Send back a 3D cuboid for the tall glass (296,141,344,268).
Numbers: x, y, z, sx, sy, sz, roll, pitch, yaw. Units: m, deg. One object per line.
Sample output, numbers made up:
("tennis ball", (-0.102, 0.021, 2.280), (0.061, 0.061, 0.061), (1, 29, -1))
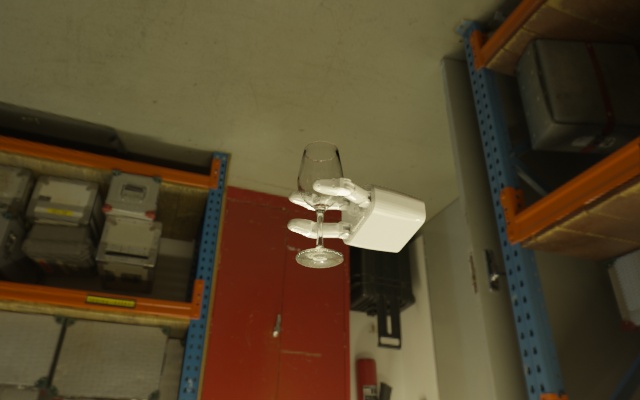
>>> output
("tall glass", (0.000, 0.003, 0.776), (0.079, 0.201, 0.079), (0, -29, 0))
